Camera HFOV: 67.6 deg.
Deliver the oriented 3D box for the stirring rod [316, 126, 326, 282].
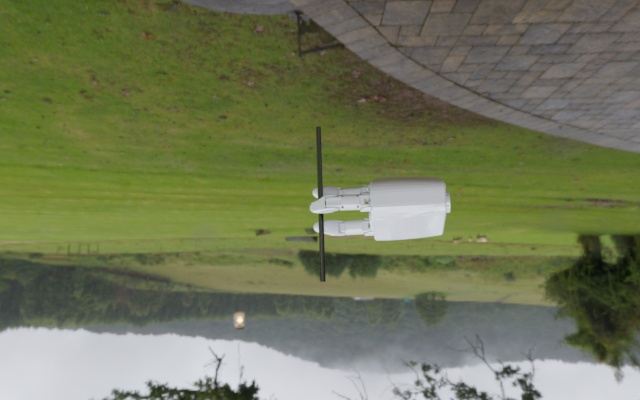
[{"bbox_3d":[0.000,0.002,0.731,0.011,0.239,0.011,-2,-11,0],"label":"stirring rod"}]
